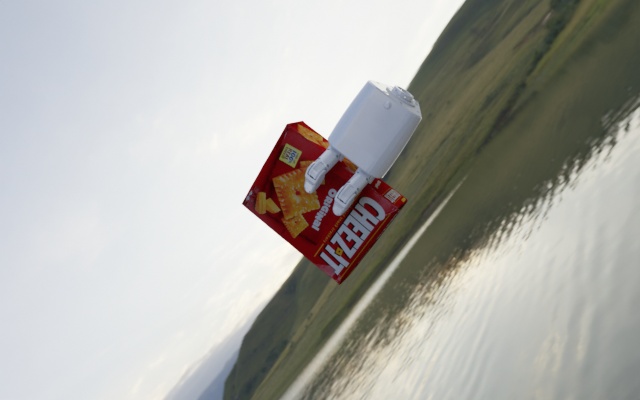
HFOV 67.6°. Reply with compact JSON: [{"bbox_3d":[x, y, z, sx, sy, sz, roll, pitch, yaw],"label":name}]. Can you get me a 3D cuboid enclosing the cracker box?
[{"bbox_3d":[0.000,0.002,0.757,0.213,0.164,0.072,39,24,10],"label":"cracker box"}]
